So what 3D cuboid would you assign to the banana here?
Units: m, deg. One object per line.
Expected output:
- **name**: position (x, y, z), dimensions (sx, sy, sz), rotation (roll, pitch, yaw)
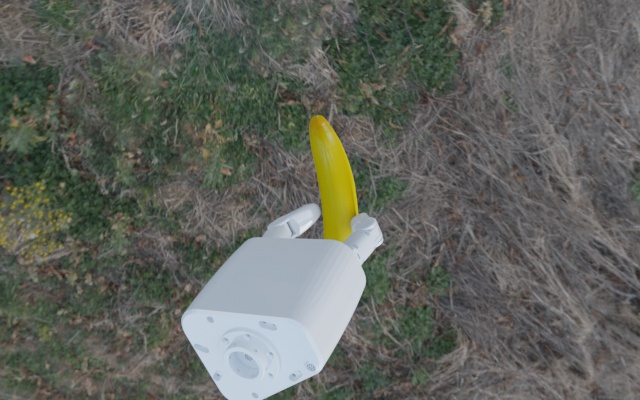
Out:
- **banana**: position (0.012, 0.010, 0.514), dimensions (0.037, 0.198, 0.069), rotation (-20, 31, -36)
